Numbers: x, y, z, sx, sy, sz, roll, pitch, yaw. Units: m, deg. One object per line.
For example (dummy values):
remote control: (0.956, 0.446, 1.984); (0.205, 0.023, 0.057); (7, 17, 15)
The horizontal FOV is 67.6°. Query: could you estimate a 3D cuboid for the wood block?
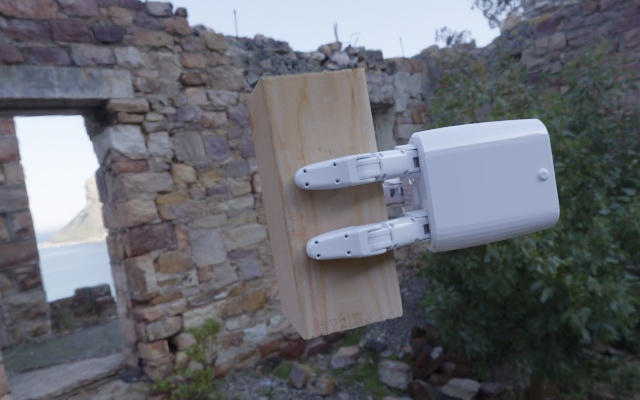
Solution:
wood block: (0.000, 0.001, 0.421); (0.090, 0.206, 0.091); (-10, 2, -15)
